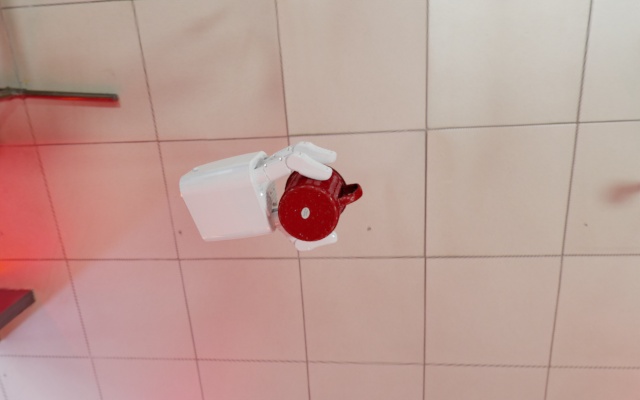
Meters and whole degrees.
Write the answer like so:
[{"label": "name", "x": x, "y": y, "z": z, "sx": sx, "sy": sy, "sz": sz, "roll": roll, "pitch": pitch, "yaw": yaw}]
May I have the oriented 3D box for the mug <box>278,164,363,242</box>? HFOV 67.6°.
[{"label": "mug", "x": 0.001, "y": 0.002, "z": 0.645, "sx": 0.117, "sy": 0.093, "sz": 0.081, "roll": -11, "pitch": 18, "yaw": 12}]
